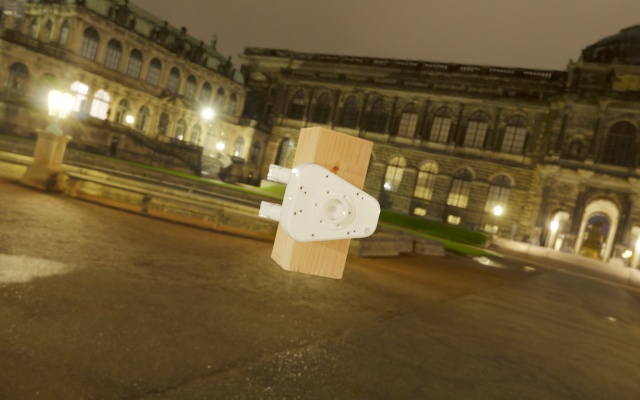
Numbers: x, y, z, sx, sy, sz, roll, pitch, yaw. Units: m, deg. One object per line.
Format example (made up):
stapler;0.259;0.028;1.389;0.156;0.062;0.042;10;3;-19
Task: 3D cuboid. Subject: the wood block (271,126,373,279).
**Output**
wood block;0.001;0.002;0.719;0.091;0.206;0.090;13;1;-20
